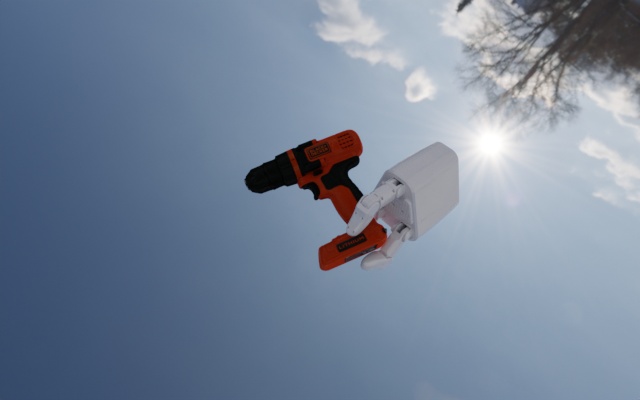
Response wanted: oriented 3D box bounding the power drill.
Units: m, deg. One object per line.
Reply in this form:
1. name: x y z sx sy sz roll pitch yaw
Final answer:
1. power drill: 0.001 0.003 0.694 0.184 0.187 0.057 -23 -15 -2
